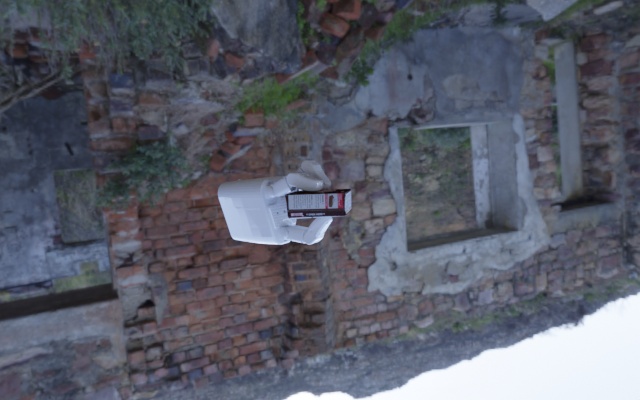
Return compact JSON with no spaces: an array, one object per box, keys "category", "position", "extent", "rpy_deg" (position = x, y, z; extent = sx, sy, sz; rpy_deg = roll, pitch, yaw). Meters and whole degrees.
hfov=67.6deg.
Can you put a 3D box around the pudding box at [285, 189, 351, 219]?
[{"category":"pudding box","position":[0.000,0.003,0.736],"extent":[0.090,0.039,0.113],"rpy_deg":[-3,6,7]}]
